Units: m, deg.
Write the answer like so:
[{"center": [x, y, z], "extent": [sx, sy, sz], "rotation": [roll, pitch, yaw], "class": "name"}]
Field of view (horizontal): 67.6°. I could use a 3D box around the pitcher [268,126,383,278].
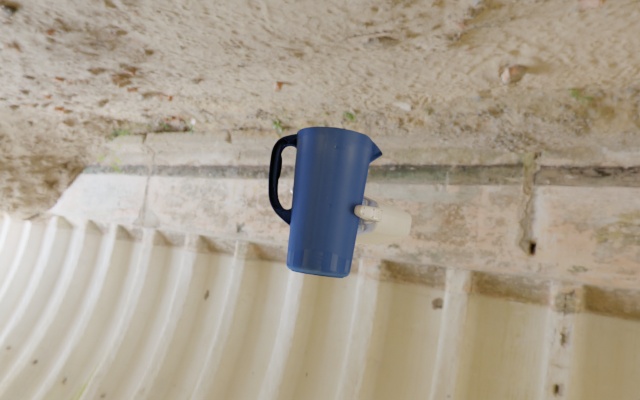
[{"center": [0.000, 0.003, 0.811], "extent": [0.145, 0.243, 0.149], "rotation": [14, -9, -43], "class": "pitcher"}]
